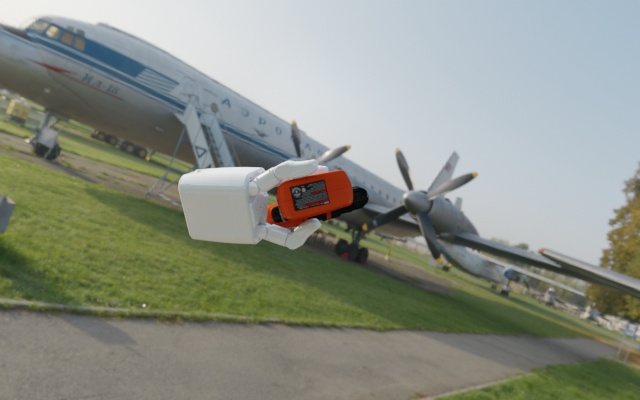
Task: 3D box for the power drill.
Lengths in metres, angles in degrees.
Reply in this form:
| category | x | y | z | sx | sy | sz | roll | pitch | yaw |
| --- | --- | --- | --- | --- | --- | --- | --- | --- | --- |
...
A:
| category | x | y | z | sx | sy | sz | roll | pitch | yaw |
| --- | --- | --- | --- | --- | --- | --- | --- | --- | --- |
| power drill | 0.000 | 0.002 | 0.749 | 0.184 | 0.057 | 0.188 | -15 | -8 | -7 |
